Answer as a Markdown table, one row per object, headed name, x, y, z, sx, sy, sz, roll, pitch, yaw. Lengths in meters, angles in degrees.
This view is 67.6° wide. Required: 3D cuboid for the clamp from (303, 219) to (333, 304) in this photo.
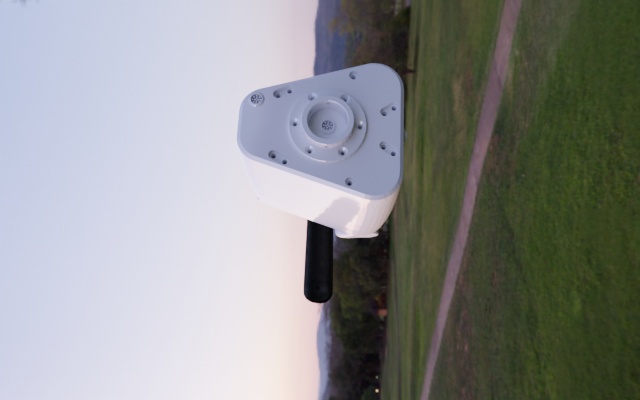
| name | x | y | z | sx | sy | sz | roll | pitch | yaw |
| --- | --- | --- | --- | --- | --- | --- | --- | --- | --- |
| clamp | -0.001 | 0.001 | 0.494 | 0.036 | 0.210 | 0.164 | 2 | -14 | -1 |
